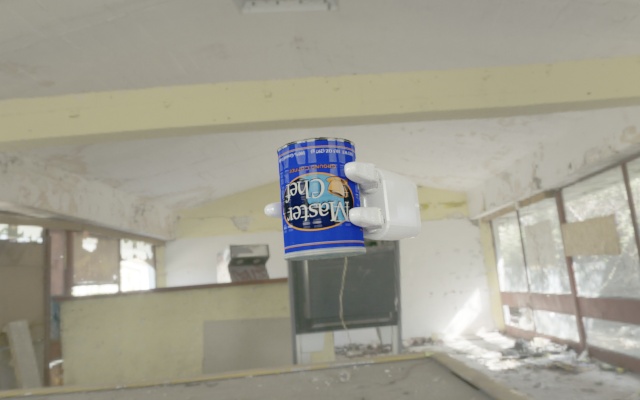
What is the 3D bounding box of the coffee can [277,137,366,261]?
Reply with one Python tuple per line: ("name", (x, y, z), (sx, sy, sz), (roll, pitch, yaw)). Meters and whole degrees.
("coffee can", (0.000, 0.002, 0.608), (0.103, 0.140, 0.103), (-5, -10, -1))
